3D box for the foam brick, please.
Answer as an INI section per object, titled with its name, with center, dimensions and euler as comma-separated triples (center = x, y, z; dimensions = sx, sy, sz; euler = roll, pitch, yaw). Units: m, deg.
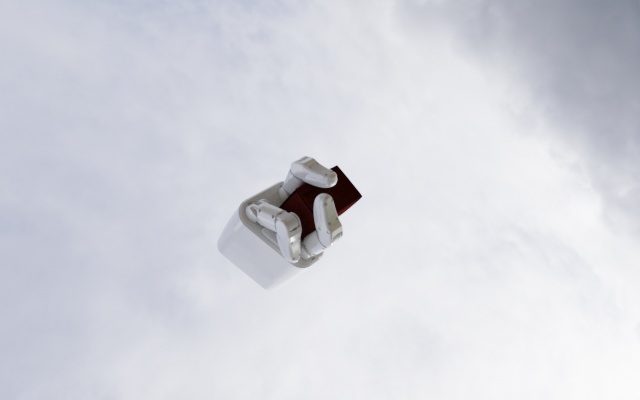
[foam brick]
center = 0.000, 0.002, 0.581
dimensions = 0.078, 0.053, 0.051
euler = -31, -9, -39
